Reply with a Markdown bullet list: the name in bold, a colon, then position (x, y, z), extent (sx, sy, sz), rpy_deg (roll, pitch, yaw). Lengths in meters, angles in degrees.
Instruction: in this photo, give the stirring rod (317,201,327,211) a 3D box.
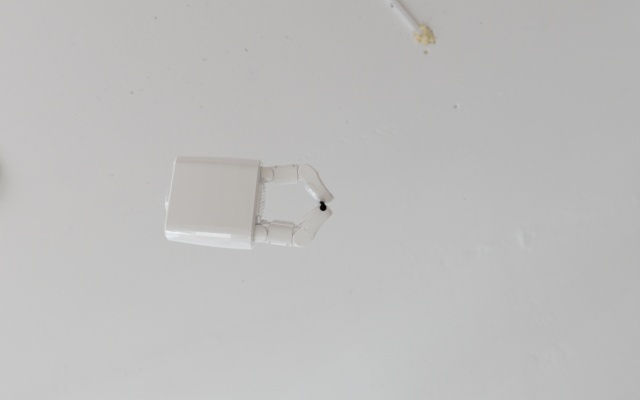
- **stirring rod**: position (0.000, 0.002, 0.650), extent (0.011, 0.011, 0.239), rpy_deg (0, 3, -1)
